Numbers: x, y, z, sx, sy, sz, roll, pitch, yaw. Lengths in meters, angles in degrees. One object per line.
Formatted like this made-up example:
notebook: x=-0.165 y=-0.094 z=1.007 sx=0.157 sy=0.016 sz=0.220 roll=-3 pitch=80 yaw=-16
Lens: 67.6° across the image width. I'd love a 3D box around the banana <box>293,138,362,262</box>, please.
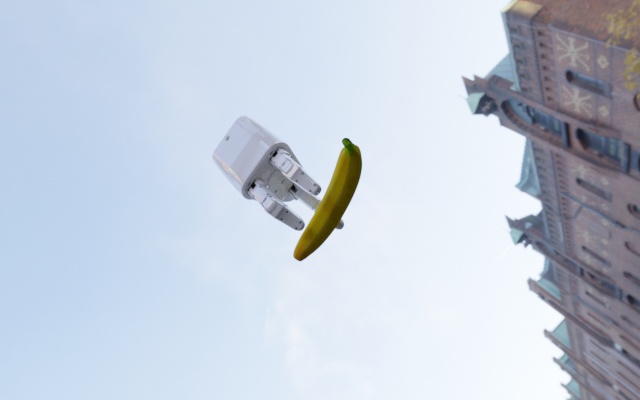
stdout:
banana: x=0.014 y=-0.003 z=0.655 sx=0.069 sy=0.198 sz=0.037 roll=-8 pitch=39 yaw=-45
